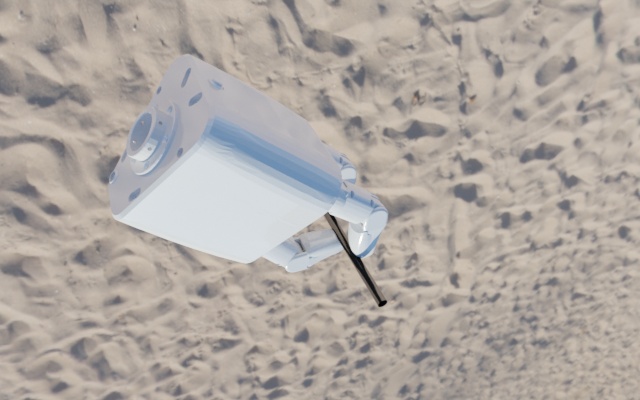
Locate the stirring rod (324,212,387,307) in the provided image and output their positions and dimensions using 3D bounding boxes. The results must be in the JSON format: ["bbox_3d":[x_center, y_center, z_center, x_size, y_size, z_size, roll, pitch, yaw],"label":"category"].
[{"bbox_3d":[0.000,0.001,0.438,0.011,0.011,0.239,0,39,-30],"label":"stirring rod"}]
